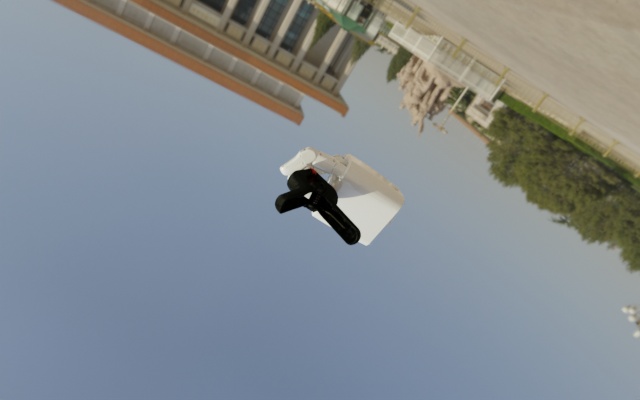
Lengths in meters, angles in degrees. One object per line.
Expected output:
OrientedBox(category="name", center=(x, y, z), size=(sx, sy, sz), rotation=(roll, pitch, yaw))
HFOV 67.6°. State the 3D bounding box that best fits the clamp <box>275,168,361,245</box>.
OrientedBox(category="clamp", center=(0.000, 0.003, 0.665), size=(0.120, 0.039, 0.171), rotation=(34, 20, -10))
